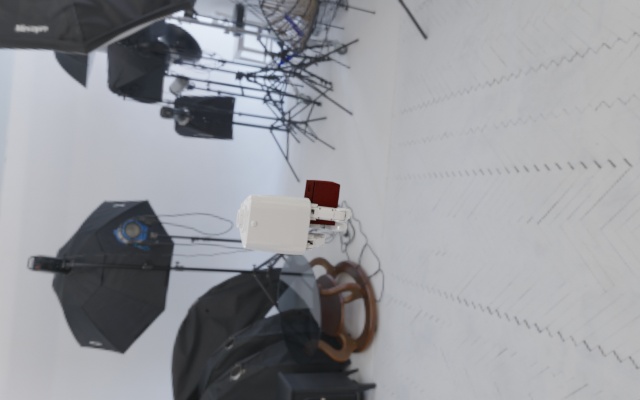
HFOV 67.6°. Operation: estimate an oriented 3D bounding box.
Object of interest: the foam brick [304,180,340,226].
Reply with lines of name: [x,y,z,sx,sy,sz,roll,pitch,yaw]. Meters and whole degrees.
foam brick: [0.000,0.003,0.864,0.051,0.078,0.053,6,4,-17]
